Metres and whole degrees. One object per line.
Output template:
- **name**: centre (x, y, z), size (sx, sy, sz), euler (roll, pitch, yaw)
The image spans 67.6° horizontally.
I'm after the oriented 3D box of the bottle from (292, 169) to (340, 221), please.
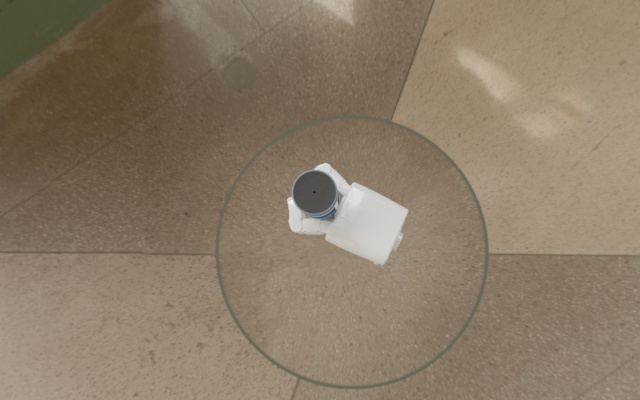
- **bottle**: centre (0.000, 0.003, 0.830), size (0.069, 0.069, 0.296), euler (0, -6, 3)
